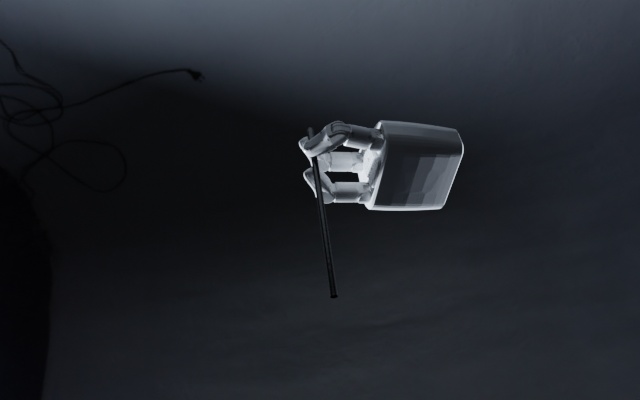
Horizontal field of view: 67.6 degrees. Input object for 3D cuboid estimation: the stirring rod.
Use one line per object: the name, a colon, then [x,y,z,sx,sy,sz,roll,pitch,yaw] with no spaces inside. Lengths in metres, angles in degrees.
stirring rod: [0.000,0.002,0.551,0.011,0.239,0.011,-5,-37,-4]
